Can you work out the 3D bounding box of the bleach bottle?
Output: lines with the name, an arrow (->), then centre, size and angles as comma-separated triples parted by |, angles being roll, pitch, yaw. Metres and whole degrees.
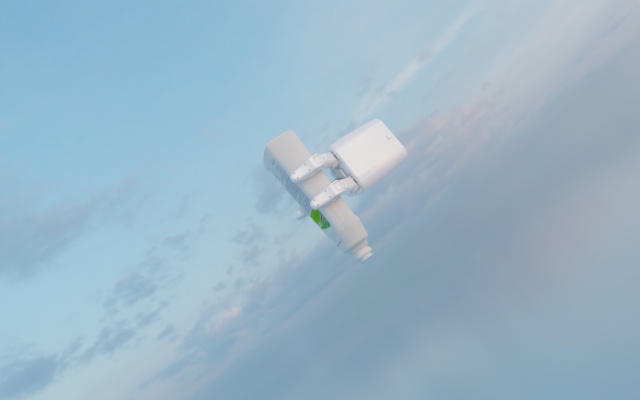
bleach bottle -> 0.000, 0.003, 0.814 | 0.068, 0.250, 0.103 | -35, -13, -16
